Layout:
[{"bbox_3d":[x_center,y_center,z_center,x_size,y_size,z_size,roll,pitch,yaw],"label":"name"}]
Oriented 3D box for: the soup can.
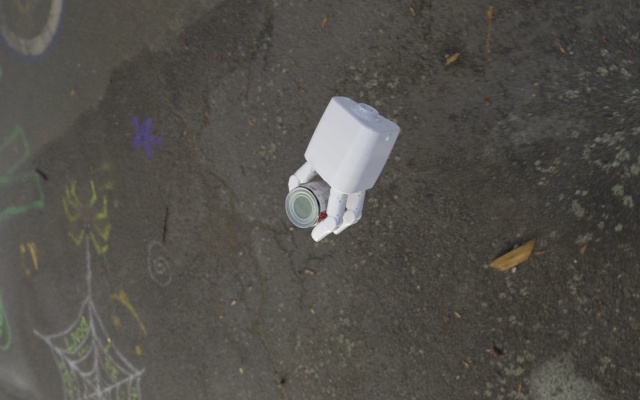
[{"bbox_3d":[0.000,0.003,0.777,0.068,0.068,0.102,0,10,36],"label":"soup can"}]
